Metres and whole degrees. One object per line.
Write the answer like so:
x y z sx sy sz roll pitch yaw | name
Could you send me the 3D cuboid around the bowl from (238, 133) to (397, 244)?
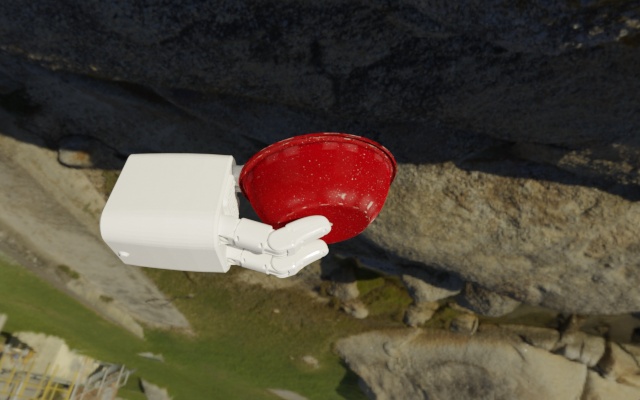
0.001 0.002 0.476 0.162 0.055 0.162 -5 -28 -3 | bowl
